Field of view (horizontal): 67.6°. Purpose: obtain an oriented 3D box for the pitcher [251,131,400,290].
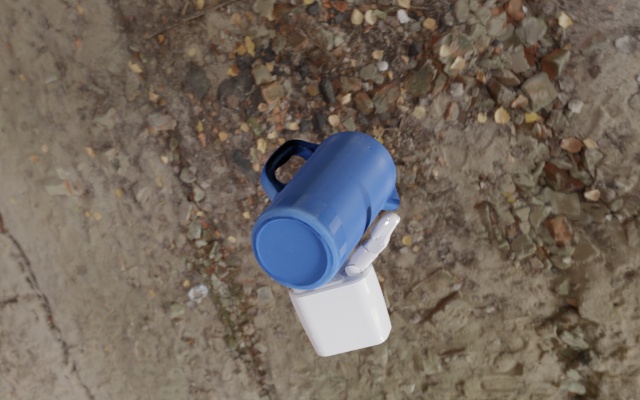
[{"bbox_3d":[0.000,0.002,0.627,0.149,0.145,0.242,-9,21,26],"label":"pitcher"}]
